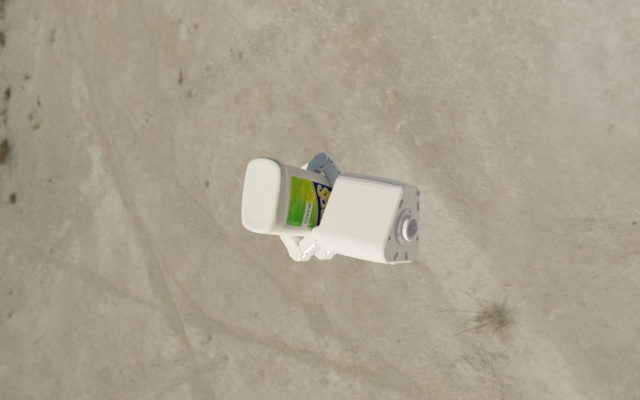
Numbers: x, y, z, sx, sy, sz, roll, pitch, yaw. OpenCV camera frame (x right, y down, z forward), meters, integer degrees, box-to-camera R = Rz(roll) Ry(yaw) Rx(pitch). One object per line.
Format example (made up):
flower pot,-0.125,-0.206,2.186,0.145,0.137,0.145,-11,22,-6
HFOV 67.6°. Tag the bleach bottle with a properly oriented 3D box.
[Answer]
bleach bottle,0.000,0.002,0.710,0.068,0.102,0.251,10,3,40
